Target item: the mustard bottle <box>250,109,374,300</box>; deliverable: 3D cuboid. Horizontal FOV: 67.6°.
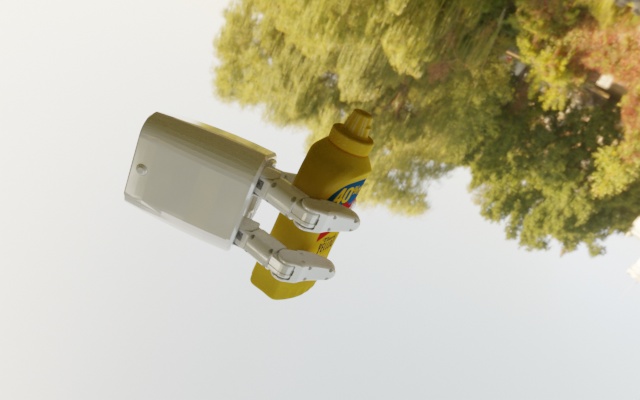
[{"bbox_3d":[0.000,0.002,0.458,0.058,0.192,0.096,35,26,20],"label":"mustard bottle"}]
